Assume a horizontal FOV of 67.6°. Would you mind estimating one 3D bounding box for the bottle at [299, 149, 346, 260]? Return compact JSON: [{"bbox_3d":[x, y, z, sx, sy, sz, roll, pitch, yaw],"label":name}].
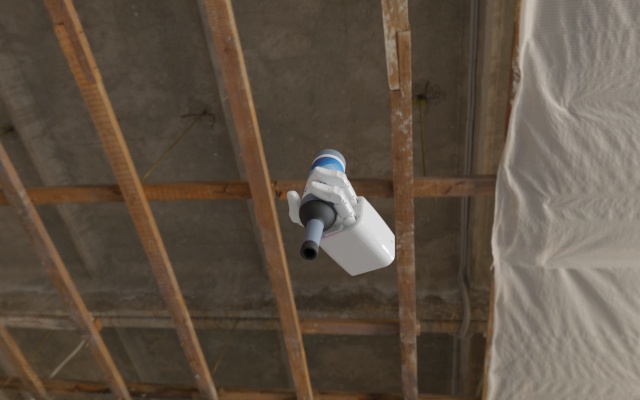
[{"bbox_3d":[0.000,0.003,0.852,0.069,0.069,0.295,0,32,8],"label":"bottle"}]
